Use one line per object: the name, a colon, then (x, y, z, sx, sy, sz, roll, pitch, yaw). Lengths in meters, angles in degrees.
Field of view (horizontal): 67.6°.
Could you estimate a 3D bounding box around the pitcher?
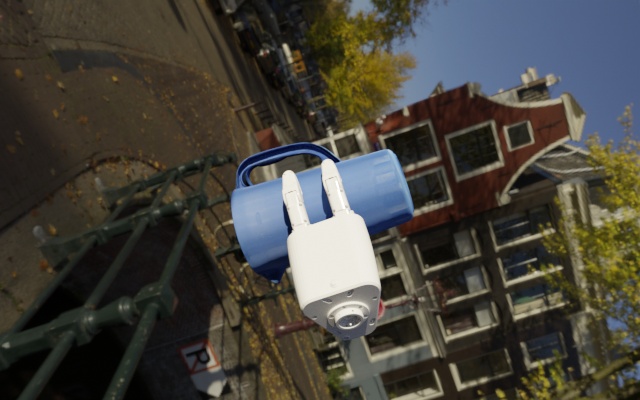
pitcher: (0.000, 0.002, 0.689, 0.243, 0.149, 0.145, -18, 42, 5)
